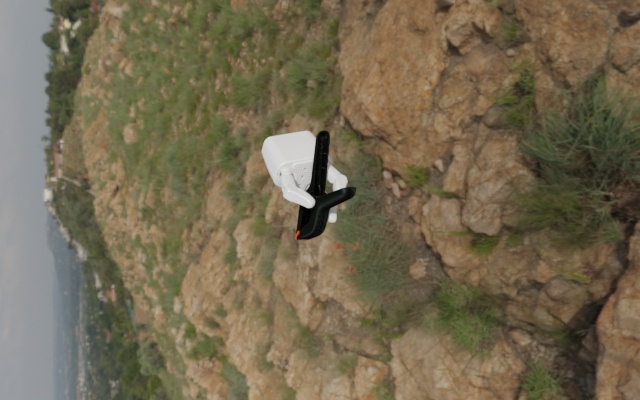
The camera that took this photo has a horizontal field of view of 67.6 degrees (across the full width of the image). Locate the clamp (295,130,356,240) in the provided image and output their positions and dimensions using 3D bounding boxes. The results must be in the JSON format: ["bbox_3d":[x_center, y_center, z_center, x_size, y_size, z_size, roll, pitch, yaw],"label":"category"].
[{"bbox_3d":[-0.001,0.003,0.857,0.036,0.210,0.164,4,35,-24],"label":"clamp"}]
